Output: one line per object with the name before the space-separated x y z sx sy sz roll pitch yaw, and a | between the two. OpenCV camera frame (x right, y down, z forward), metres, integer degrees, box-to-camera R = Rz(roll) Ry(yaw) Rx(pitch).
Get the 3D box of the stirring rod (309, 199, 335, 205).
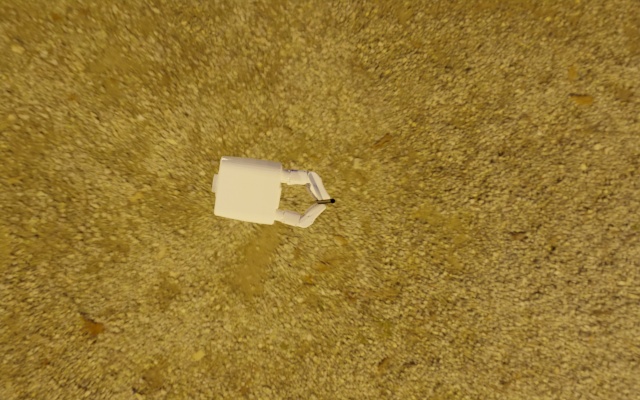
stirring rod | 0.000 0.003 0.855 0.011 0.011 0.239 0 -1 -9
